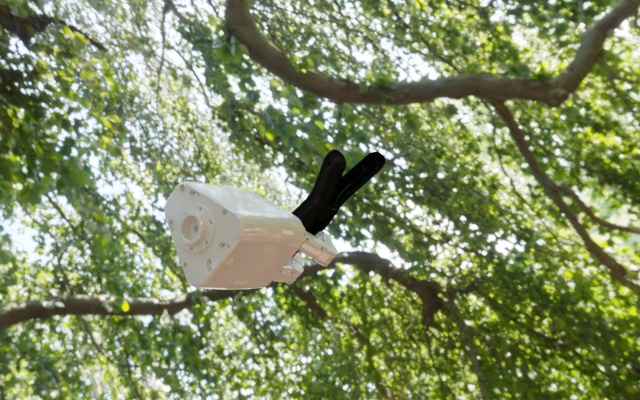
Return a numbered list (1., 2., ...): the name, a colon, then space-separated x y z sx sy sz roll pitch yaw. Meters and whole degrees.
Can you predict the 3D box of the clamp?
1. clamp: 0.000 0.002 0.571 0.039 0.171 0.120 47 17 26
